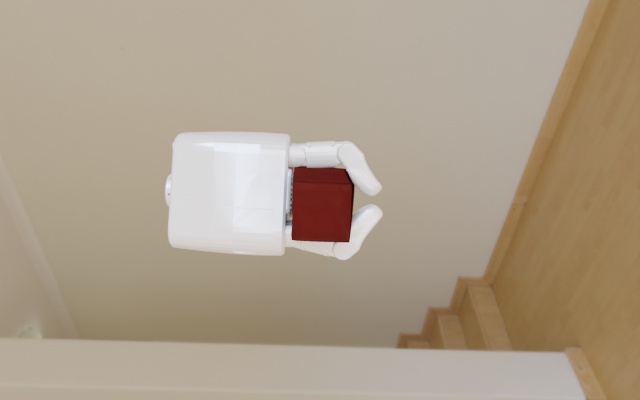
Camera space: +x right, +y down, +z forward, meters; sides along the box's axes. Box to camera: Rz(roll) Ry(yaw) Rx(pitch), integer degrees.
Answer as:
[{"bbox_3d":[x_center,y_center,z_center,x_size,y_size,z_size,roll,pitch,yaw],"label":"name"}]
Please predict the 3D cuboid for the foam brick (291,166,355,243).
[{"bbox_3d":[0.000,0.001,0.430,0.051,0.053,0.078,3,13,-3],"label":"foam brick"}]
